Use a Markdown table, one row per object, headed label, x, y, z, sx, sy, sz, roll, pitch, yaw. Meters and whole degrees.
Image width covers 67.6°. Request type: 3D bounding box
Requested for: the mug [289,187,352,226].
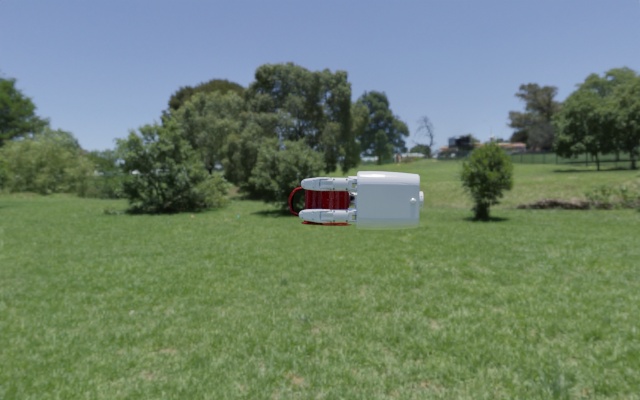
| label | x | y | z | sx | sy | sz | roll | pitch | yaw |
| --- | --- | --- | --- | --- | --- | --- | --- | --- | --- |
| mug | -0.001 | 0.003 | 0.877 | 0.117 | 0.081 | 0.093 | 1 | 0 | 4 |
